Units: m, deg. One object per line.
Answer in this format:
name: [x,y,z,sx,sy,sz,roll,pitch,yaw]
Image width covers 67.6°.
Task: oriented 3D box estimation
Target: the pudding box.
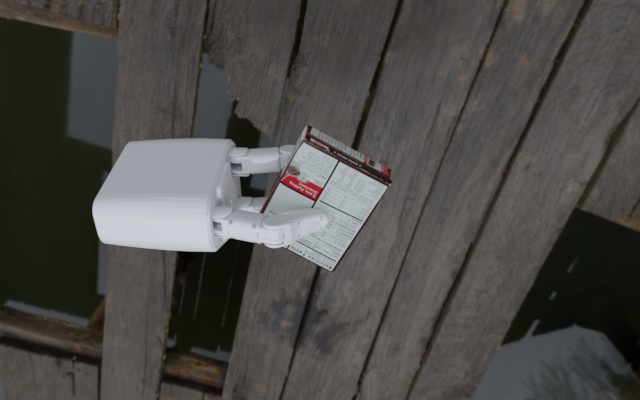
pudding box: [0.000,0.002,0.443,0.090,0.113,0.039,27,28,-8]
